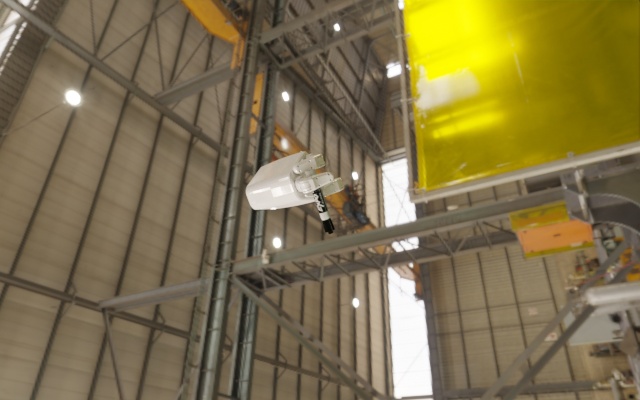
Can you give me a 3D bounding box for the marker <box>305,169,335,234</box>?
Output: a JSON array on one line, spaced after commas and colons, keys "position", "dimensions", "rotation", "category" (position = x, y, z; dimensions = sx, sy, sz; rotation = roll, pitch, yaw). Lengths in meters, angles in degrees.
[{"position": [0.000, 0.003, 0.852], "dimensions": [0.020, 0.121, 0.020], "rotation": [-18, 9, 3], "category": "marker"}]
